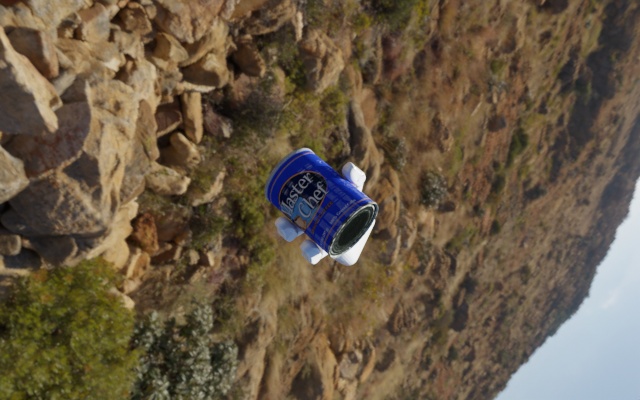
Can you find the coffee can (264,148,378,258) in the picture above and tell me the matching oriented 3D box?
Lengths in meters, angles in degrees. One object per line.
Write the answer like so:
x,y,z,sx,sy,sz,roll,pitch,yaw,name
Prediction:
0.000,0.002,0.713,0.140,0.103,0.103,41,19,23,coffee can
